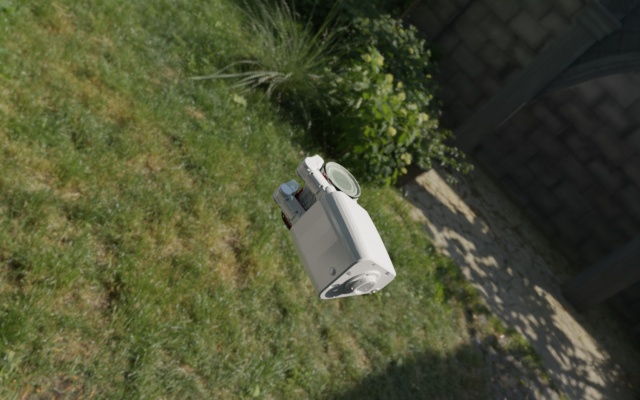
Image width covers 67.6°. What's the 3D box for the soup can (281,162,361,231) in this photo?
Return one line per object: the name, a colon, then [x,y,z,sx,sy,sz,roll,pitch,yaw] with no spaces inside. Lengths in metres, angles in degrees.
soup can: [0.000,0.002,0.686,0.102,0.068,0.068,-45,-25,28]
